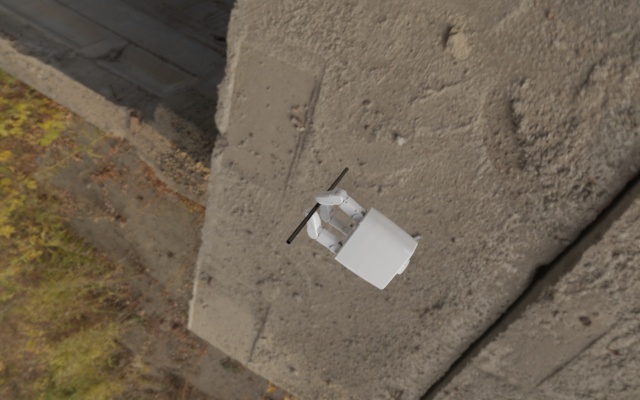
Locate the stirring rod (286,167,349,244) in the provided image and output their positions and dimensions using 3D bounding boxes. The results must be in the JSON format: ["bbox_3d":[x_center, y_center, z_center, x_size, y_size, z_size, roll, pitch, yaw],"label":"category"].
[{"bbox_3d":[0.000,0.003,0.867,0.011,0.011,0.239,0,33,32],"label":"stirring rod"}]
